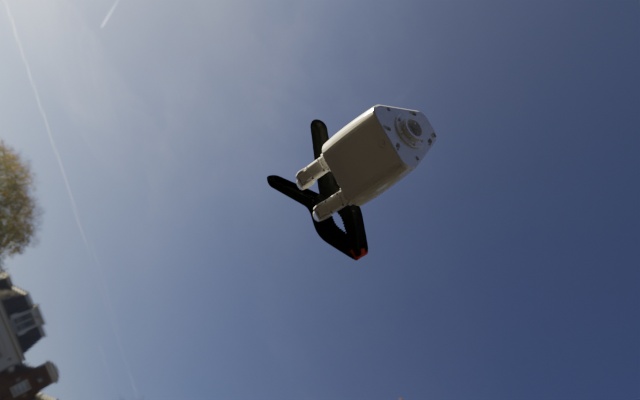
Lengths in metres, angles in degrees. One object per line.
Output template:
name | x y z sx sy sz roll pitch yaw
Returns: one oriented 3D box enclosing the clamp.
clamp | 0.001 0.003 0.743 0.036 0.210 0.165 -24 -8 -43
